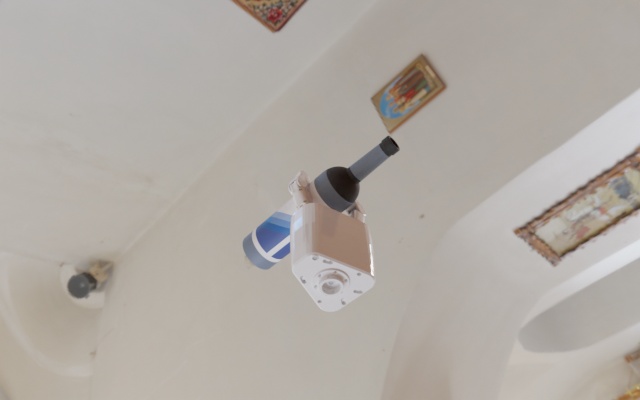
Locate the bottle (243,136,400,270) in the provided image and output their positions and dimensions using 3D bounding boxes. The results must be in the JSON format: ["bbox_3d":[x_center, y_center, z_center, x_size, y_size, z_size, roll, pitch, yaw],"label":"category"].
[{"bbox_3d":[0.000,0.003,0.742,0.296,0.069,0.069,-39,-18,23],"label":"bottle"}]
